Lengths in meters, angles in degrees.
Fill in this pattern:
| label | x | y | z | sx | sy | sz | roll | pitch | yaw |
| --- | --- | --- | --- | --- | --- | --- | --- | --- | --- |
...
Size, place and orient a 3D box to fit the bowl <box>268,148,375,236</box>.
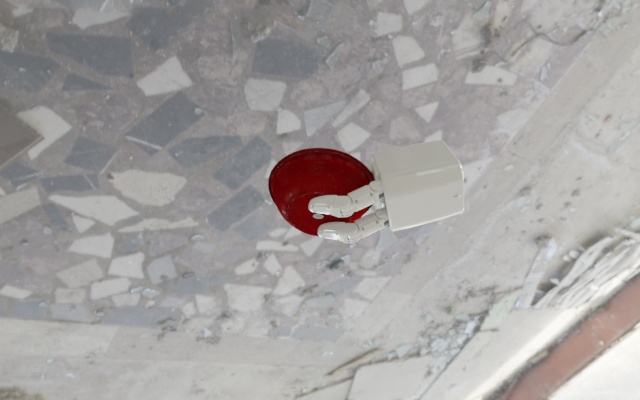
| label | x | y | z | sx | sy | sz | roll | pitch | yaw |
| --- | --- | --- | --- | --- | --- | --- | --- | --- | --- |
| bowl | -0.001 | 0.003 | 0.692 | 0.162 | 0.055 | 0.162 | 4 | -44 | 3 |
